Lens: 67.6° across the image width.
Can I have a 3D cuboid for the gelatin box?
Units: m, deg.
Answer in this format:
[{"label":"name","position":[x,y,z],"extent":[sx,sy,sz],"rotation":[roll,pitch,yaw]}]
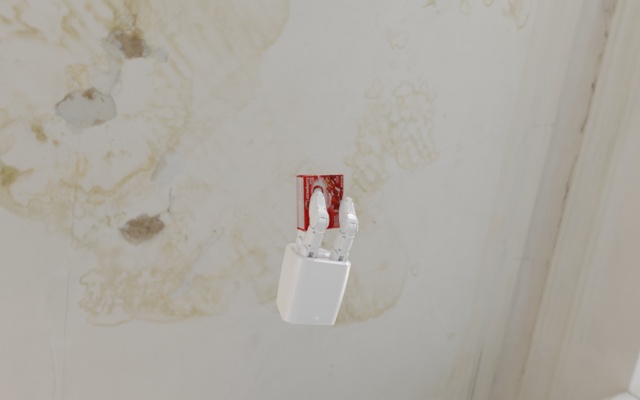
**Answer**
[{"label":"gelatin box","position":[0.000,0.002,0.763],"extent":[0.073,0.089,0.030],"rotation":[-4,7,-28]}]
